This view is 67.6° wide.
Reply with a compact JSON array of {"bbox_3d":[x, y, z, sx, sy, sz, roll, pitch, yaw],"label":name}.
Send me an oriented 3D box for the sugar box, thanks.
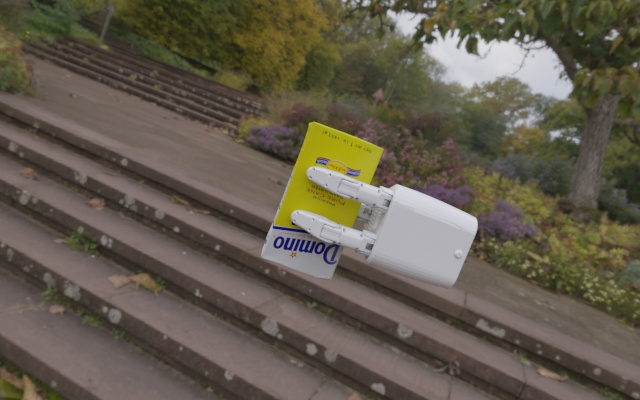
[{"bbox_3d":[0.000,0.002,0.585,0.093,0.176,0.048,20,5,-7],"label":"sugar box"}]
